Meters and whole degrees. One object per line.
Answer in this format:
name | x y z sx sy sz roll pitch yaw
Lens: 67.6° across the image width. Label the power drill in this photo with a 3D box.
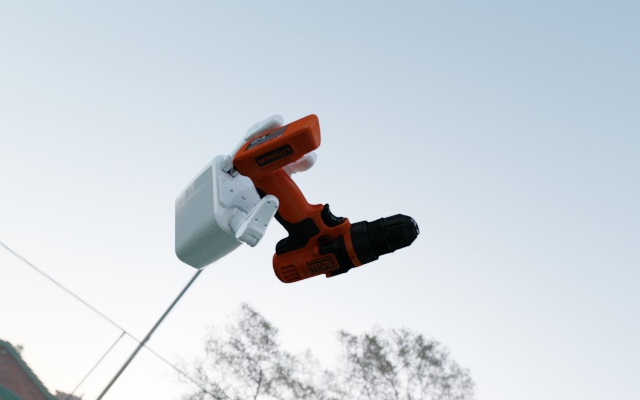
power drill | 0.000 0.001 0.545 0.184 0.188 0.057 -20 21 16
